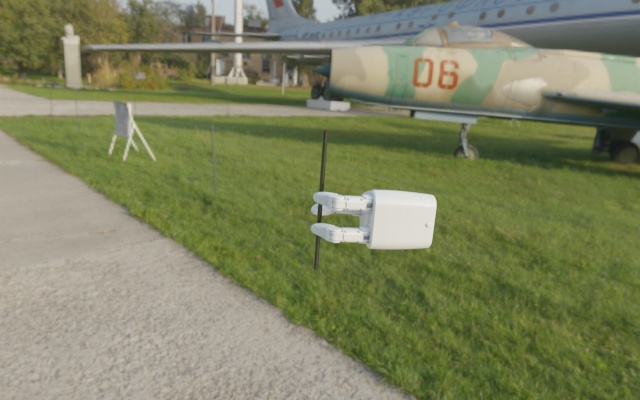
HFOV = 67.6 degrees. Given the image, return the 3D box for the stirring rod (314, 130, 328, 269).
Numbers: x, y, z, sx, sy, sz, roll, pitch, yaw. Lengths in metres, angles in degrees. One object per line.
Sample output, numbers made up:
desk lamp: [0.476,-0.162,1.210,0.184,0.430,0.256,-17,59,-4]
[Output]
stirring rod: [0.000,0.003,0.805,0.011,0.239,0.011,4,14,-1]
